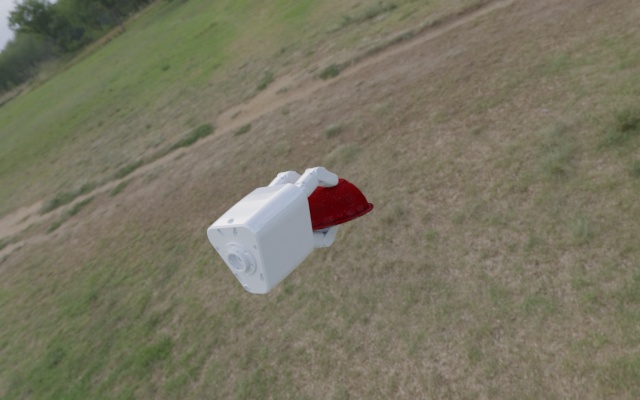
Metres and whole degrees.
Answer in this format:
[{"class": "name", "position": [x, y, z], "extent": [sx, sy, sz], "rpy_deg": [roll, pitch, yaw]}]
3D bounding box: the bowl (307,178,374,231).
[{"class": "bowl", "position": [0.001, 0.002, 0.758], "extent": [0.162, 0.055, 0.162], "rpy_deg": [-13, 8, 2]}]
